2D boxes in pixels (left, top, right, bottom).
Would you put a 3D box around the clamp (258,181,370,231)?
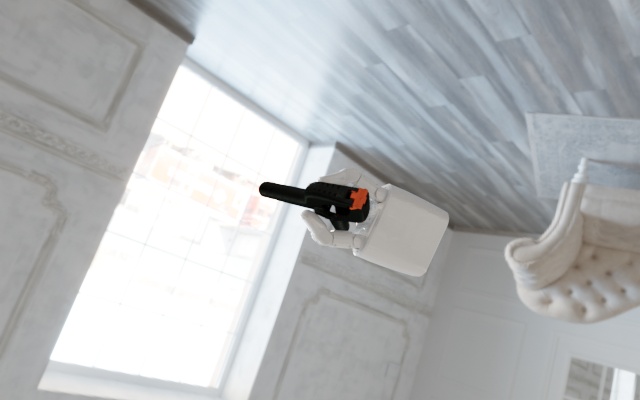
[{"bbox_3d":[0.000,0.003,0.683,0.164,0.036,0.210,24,-14,-13],"label":"clamp"}]
